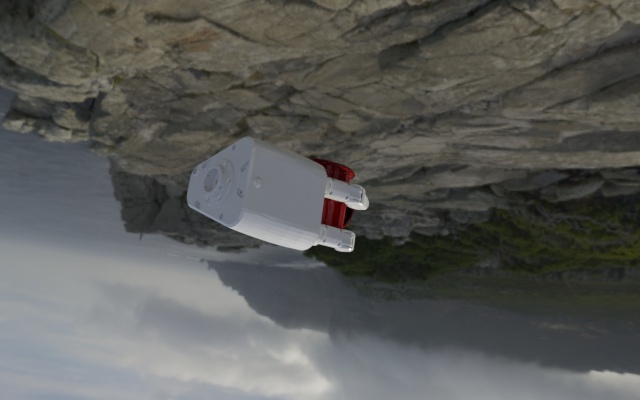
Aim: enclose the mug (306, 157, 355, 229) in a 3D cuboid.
[{"bbox_3d":[0.001,0.003,0.611,0.093,0.081,0.117,-2,-16,43],"label":"mug"}]
